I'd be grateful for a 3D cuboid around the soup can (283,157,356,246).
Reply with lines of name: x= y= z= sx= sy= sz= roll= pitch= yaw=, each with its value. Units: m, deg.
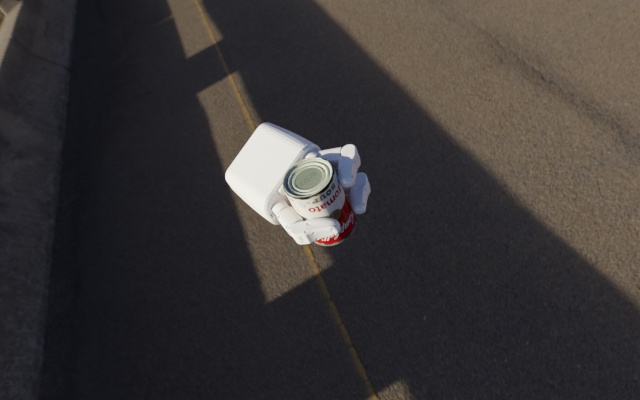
soup can: x=0.000 y=0.002 z=0.610 sx=0.068 sy=0.068 sz=0.102 roll=0 pitch=-38 yaw=23
